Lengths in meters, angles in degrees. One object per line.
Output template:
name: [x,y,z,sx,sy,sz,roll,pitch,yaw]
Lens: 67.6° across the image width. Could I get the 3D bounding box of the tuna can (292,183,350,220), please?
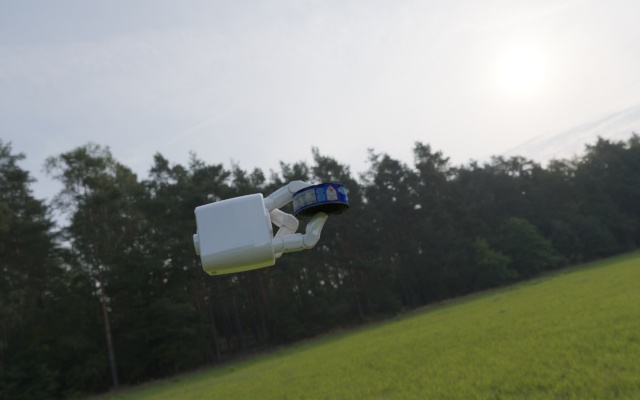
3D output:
tuna can: [0.000,0.002,0.739,0.086,0.033,0.086,-9,-16,-3]
